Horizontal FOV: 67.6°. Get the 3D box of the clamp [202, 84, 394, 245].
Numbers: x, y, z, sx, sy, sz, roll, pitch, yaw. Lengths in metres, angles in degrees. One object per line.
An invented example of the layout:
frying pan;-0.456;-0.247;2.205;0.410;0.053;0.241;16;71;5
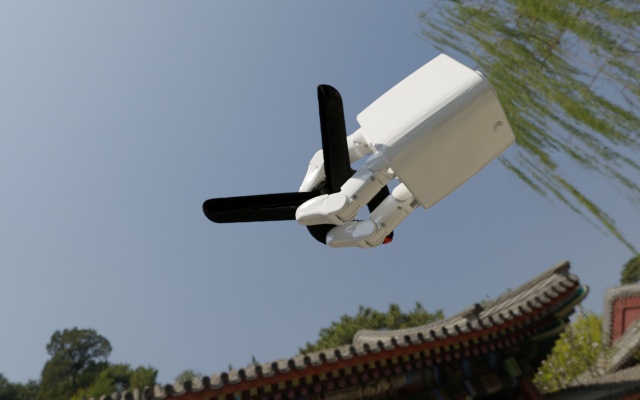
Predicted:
clamp;0.000;0.001;0.479;0.164;0.036;0.210;-37;-45;12
